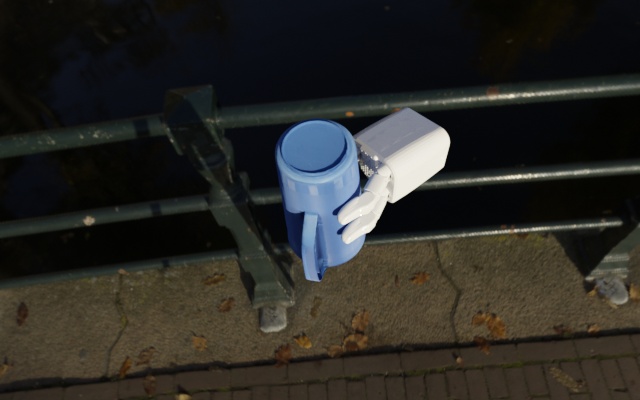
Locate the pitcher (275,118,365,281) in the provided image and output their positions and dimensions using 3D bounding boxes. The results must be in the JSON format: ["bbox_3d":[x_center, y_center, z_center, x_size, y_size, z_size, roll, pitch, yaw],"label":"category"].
[{"bbox_3d":[0.000,0.002,0.715,0.145,0.149,0.243,-30,-29,-13],"label":"pitcher"}]
